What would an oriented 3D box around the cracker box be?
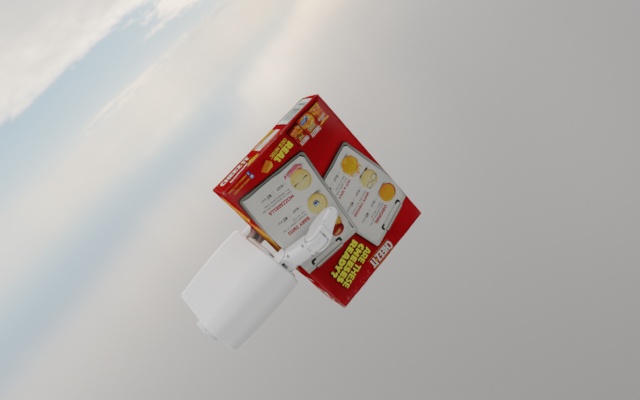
[{"bbox_3d":[0.000,0.002,0.604,0.214,0.164,0.072,46,-12,-21],"label":"cracker box"}]
